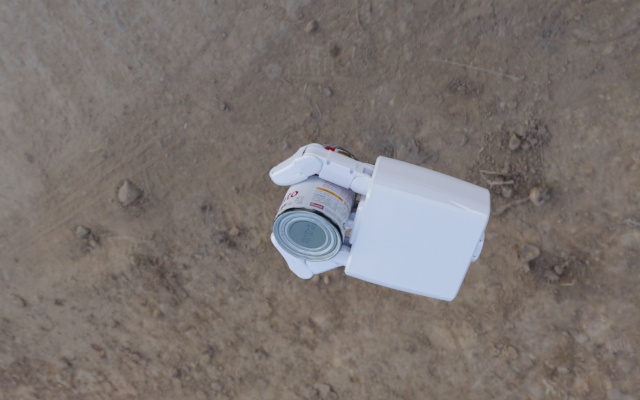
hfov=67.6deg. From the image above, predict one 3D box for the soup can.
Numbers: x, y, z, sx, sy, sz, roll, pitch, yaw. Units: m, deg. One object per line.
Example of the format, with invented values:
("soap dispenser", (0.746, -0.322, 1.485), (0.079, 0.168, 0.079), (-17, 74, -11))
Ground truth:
("soup can", (0.000, 0.001, 0.466), (0.068, 0.069, 0.102), (0, 40, 19))
